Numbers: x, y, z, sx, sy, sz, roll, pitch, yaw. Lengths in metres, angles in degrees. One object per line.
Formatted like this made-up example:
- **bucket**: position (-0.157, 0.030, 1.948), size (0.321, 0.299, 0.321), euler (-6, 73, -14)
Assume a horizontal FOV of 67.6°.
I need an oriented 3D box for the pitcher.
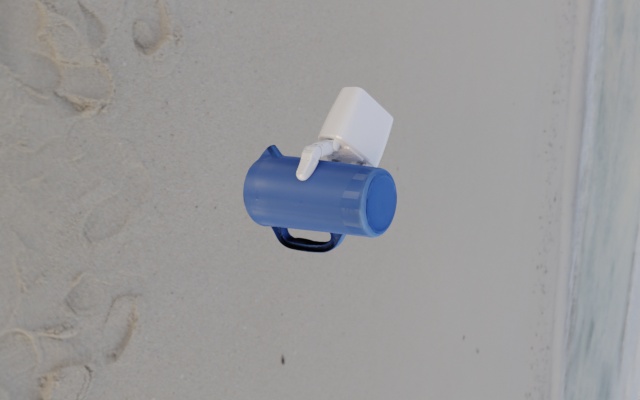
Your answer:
- **pitcher**: position (0.000, 0.002, 0.800), size (0.243, 0.145, 0.149), euler (8, -25, 37)
